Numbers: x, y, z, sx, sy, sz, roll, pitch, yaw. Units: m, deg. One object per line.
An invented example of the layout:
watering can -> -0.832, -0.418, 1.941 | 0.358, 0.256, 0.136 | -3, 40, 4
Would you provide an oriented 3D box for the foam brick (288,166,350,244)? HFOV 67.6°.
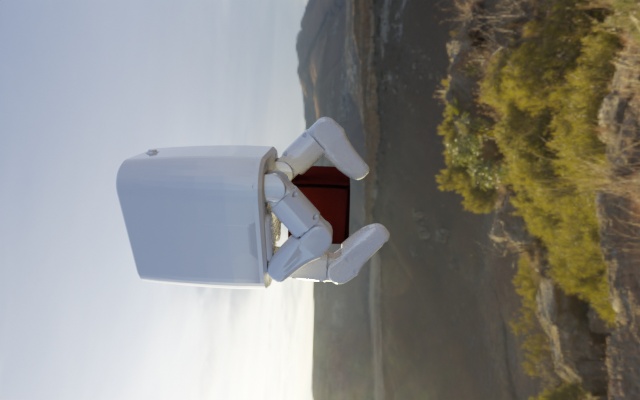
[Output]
foam brick -> 0.000, 0.001, 0.427 | 0.051, 0.053, 0.078 | 1, 14, 2
